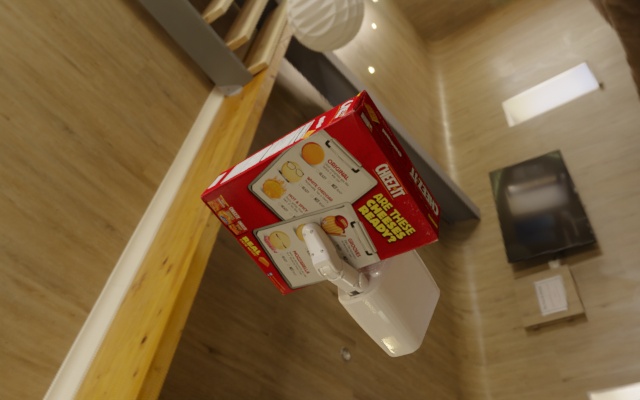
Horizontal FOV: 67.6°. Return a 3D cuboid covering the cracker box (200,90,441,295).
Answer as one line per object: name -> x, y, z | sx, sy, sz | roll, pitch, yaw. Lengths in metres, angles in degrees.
cracker box -> 0.000, 0.002, 0.536 | 0.214, 0.164, 0.072 | -25, 22, 29
